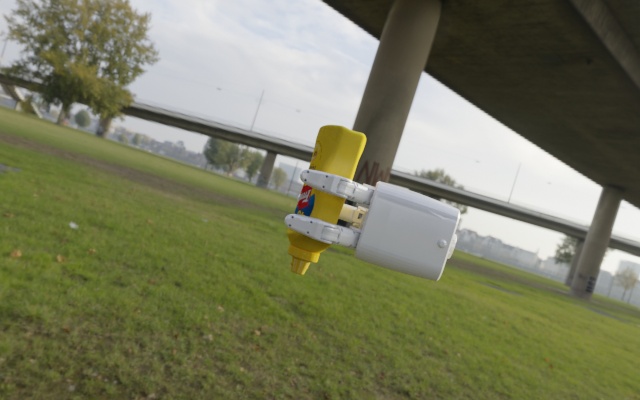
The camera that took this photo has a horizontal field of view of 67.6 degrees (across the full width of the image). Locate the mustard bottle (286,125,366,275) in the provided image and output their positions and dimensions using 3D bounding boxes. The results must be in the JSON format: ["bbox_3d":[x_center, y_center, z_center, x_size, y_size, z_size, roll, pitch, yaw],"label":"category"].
[{"bbox_3d":[0.000,0.002,0.613,0.058,0.191,0.096,18,0,-17],"label":"mustard bottle"}]
